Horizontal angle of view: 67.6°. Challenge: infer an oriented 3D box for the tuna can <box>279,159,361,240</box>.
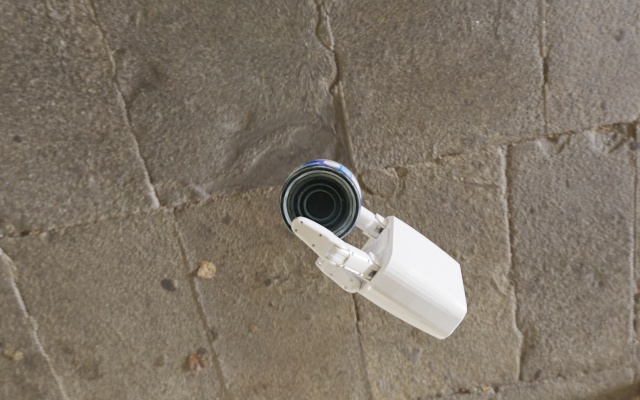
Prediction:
[{"bbox_3d":[0.000,0.002,0.498,0.086,0.086,0.033,0,14,3],"label":"tuna can"}]
